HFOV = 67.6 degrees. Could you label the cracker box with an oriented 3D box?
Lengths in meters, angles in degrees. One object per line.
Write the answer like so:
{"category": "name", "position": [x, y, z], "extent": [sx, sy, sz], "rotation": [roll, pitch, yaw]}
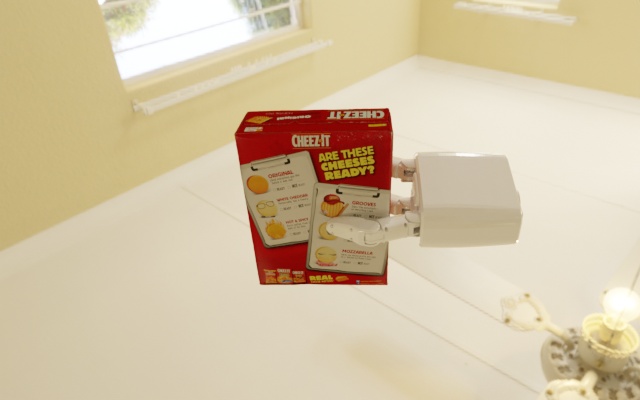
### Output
{"category": "cracker box", "position": [0.000, 0.002, 0.564], "extent": [0.164, 0.214, 0.072], "rotation": [-1, 34, 5]}
